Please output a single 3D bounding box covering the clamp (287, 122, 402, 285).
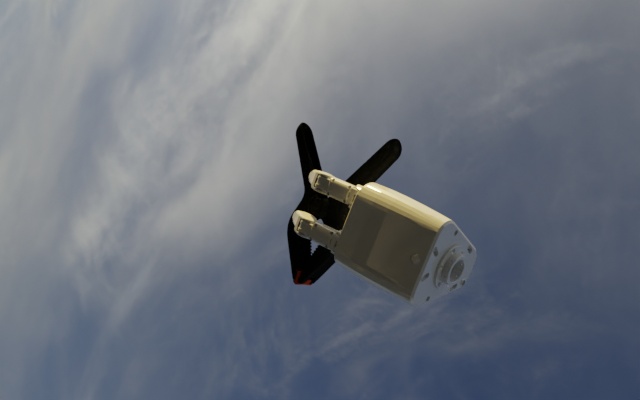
[{"bbox_3d":[0.001,0.003,0.606,0.164,0.210,0.036,27,8,41],"label":"clamp"}]
